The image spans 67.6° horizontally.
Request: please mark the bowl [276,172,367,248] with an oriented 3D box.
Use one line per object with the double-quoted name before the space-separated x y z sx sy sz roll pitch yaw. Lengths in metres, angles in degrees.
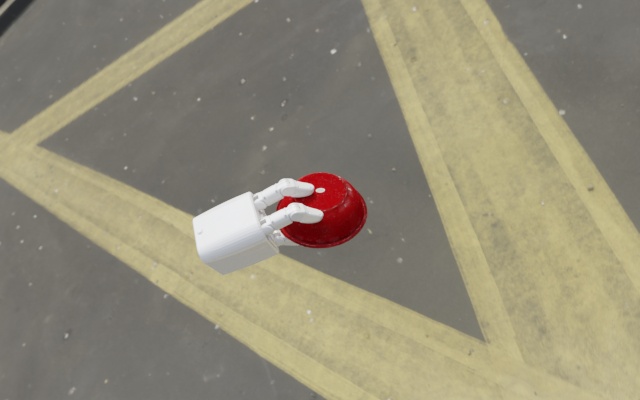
"bowl" 0.001 0.002 0.818 0.162 0.162 0.055 0 -44 4
